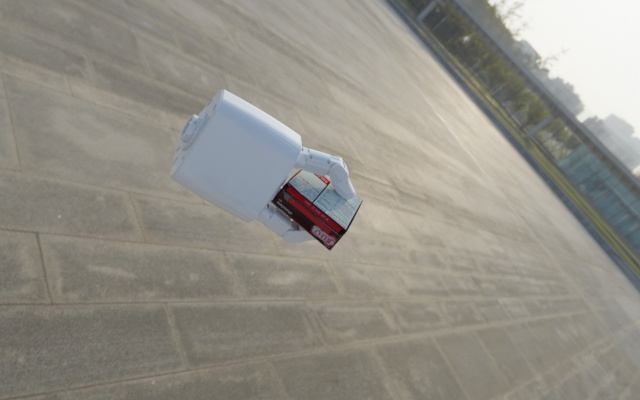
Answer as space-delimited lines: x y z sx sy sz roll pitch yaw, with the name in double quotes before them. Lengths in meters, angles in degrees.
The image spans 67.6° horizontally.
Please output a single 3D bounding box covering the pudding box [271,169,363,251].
"pudding box" 0.000 0.002 0.587 0.090 0.039 0.113 41 26 0
